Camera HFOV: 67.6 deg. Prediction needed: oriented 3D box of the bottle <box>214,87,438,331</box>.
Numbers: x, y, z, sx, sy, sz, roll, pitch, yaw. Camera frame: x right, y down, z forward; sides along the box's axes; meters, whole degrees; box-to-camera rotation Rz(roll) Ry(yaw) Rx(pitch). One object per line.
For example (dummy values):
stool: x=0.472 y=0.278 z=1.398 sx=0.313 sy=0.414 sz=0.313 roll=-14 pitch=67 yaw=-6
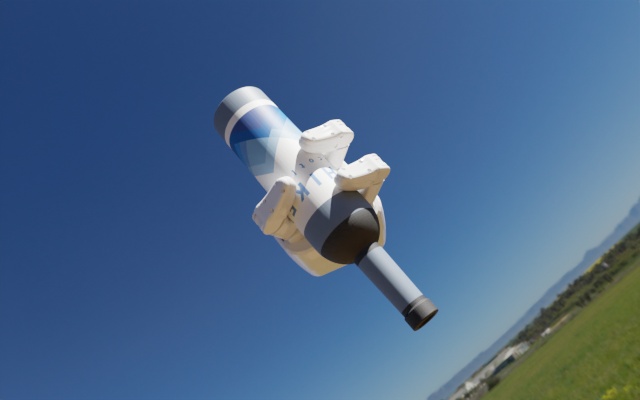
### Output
bottle: x=0.000 y=0.001 z=0.461 sx=0.295 sy=0.069 sz=0.069 roll=48 pitch=26 yaw=26
